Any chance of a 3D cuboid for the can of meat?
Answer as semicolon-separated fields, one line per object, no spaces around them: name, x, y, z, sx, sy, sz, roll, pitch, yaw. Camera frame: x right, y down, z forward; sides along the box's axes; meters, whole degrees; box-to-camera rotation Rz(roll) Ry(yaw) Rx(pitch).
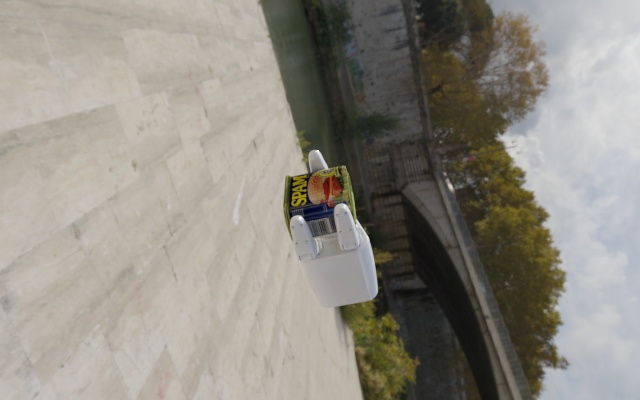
can of meat;0.000;0.002;0.623;0.084;0.057;0.102;-11;35;7
